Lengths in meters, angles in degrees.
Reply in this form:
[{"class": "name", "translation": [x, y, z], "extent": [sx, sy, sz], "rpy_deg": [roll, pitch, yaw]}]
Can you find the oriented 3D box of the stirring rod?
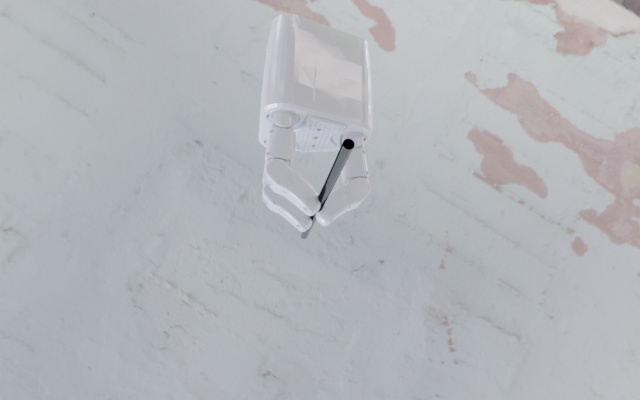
[{"class": "stirring rod", "translation": [0.000, 0.001, 0.424], "extent": [0.011, 0.011, 0.240], "rpy_deg": [0, -19, -9]}]
